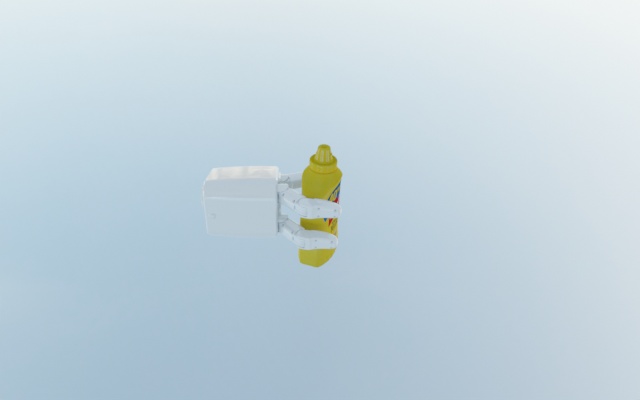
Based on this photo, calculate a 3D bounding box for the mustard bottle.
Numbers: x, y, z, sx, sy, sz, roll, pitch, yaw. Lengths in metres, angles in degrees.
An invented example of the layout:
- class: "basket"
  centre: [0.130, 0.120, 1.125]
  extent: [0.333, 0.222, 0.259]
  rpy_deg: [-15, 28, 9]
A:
- class: "mustard bottle"
  centre: [0.000, 0.003, 0.727]
  extent: [0.058, 0.192, 0.096]
  rpy_deg: [14, 36, 16]
